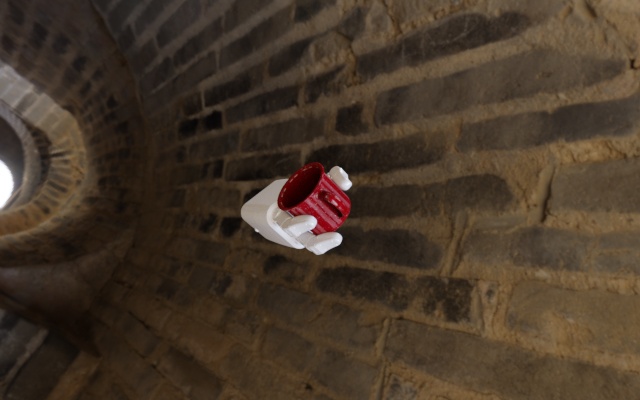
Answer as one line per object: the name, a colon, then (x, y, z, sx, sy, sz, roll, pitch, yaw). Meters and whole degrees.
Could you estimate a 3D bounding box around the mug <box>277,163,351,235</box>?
mug: (0.001, 0.003, 0.738, 0.081, 0.093, 0.117, 44, -21, -30)
